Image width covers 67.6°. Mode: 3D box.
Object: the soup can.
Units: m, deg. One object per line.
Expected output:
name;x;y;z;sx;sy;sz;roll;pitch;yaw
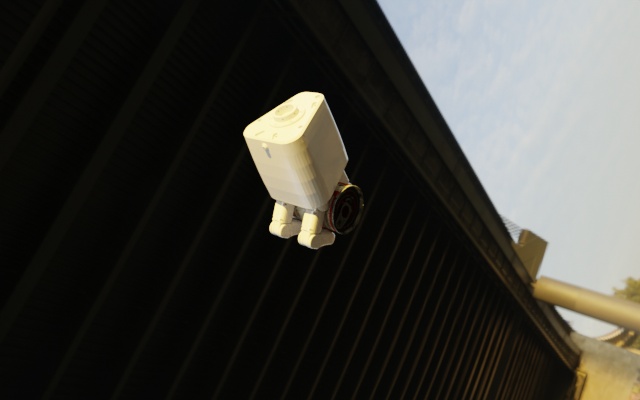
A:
soup can;0.000;0.002;0.674;0.102;0.068;0.068;16;10;38
